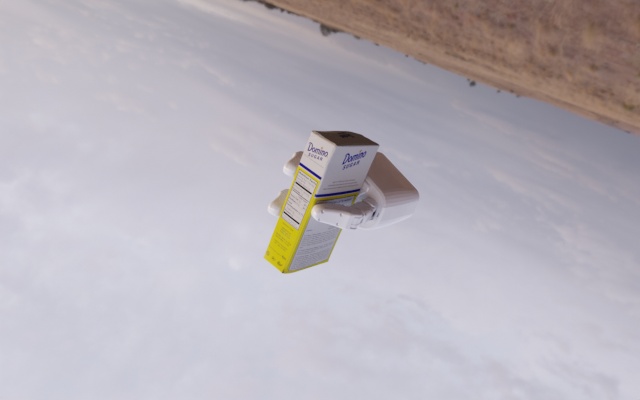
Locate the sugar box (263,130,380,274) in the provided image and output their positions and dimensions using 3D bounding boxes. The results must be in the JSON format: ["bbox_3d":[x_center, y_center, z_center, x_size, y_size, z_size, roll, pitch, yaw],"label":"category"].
[{"bbox_3d":[0.000,0.002,0.583,0.048,0.176,0.093,34,24,30],"label":"sugar box"}]
